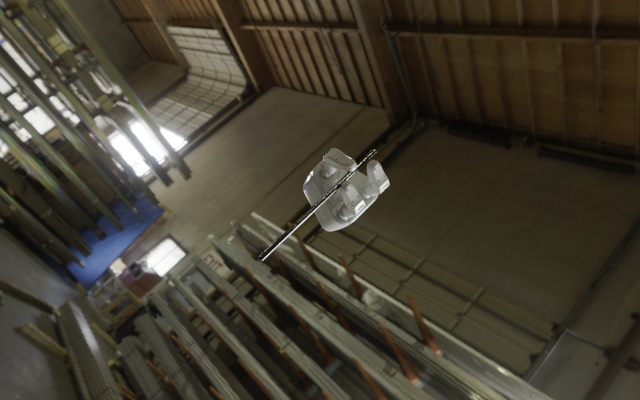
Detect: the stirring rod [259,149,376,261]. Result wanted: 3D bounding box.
[{"bbox_3d":[0.000,0.002,0.697,0.239,0.011,0.011,-44,16,-18],"label":"stirring rod"}]
